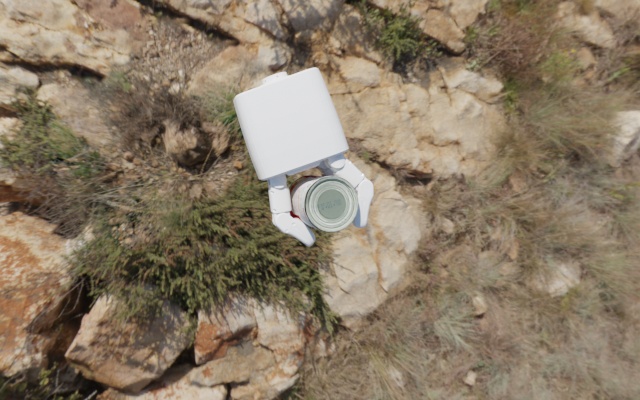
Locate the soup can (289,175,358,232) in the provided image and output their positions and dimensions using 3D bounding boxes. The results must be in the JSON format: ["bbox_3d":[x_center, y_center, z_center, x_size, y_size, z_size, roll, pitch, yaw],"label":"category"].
[{"bbox_3d":[0.000,0.002,0.599,0.068,0.068,0.102,0,3,-16],"label":"soup can"}]
